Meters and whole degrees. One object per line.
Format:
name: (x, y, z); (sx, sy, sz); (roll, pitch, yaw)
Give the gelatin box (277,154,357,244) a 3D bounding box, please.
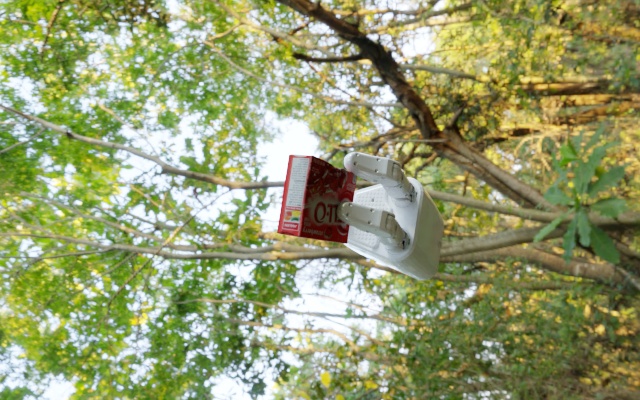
gelatin box: (0.000, 0.001, 0.455); (0.030, 0.073, 0.089); (6, -6, 33)
